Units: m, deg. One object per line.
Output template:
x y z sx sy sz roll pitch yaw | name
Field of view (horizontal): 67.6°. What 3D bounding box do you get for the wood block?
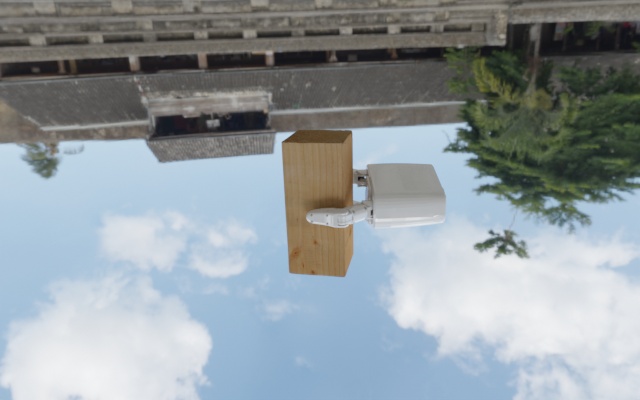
0.000 0.003 0.729 0.090 0.206 0.090 2 20 12 | wood block
